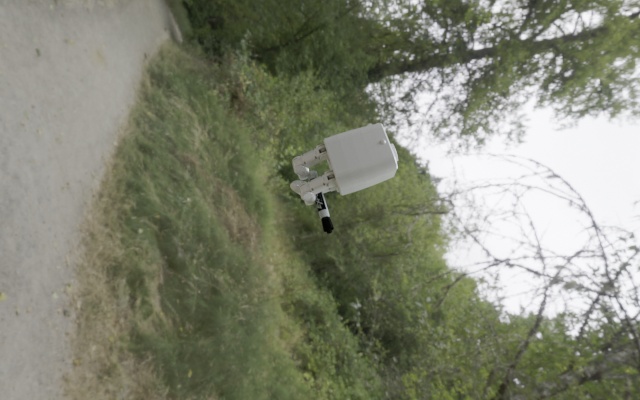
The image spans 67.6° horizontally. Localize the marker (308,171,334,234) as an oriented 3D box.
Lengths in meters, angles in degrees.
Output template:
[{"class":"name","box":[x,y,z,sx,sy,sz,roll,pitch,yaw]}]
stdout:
[{"class":"marker","box":[0.000,0.003,0.850,0.020,0.121,0.020,-14,-24,-6]}]
